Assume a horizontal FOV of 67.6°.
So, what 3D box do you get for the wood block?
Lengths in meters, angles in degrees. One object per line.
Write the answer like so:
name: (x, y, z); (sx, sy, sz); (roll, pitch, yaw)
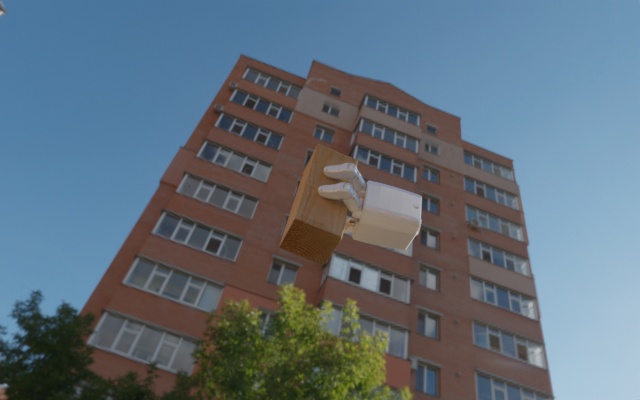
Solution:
wood block: (0.000, 0.003, 0.893); (0.090, 0.206, 0.091); (22, -46, -7)
